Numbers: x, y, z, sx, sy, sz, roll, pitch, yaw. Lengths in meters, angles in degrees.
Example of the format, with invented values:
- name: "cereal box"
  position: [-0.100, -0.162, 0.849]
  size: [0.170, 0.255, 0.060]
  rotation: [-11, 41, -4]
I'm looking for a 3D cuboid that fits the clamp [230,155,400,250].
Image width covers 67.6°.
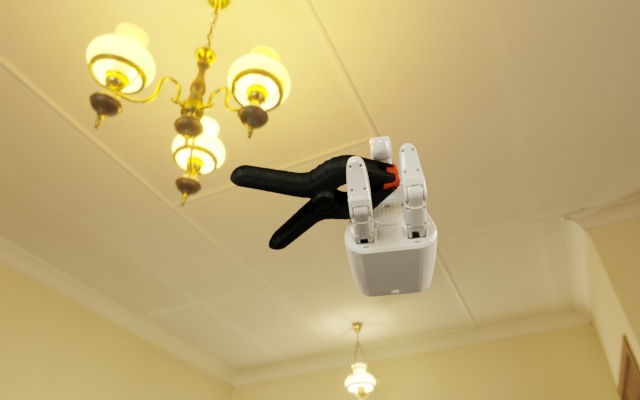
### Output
- name: "clamp"
  position: [0.000, 0.001, 0.515]
  size: [0.171, 0.039, 0.120]
  rotation: [-6, -42, 6]
